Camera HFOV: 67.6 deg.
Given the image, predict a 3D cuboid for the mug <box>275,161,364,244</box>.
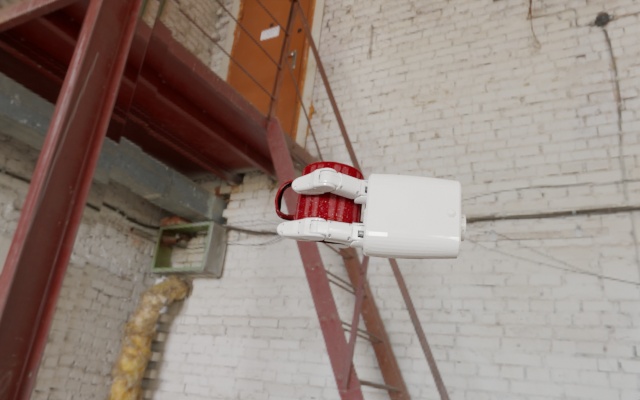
[{"bbox_3d":[-0.001,0.002,0.608,0.117,0.081,0.093,4,-21,9],"label":"mug"}]
